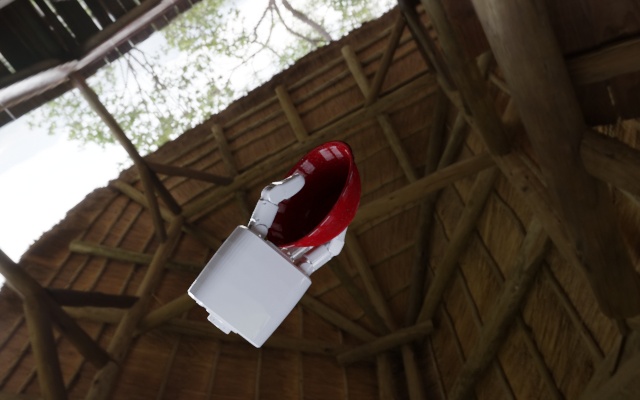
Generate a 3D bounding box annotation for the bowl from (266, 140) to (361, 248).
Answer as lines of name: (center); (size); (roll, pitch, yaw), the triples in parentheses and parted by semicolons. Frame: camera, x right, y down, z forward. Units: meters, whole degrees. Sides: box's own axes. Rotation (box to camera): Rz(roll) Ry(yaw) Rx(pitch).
bowl: (0.001, 0.001, 0.625); (0.055, 0.162, 0.162); (36, -20, -29)
